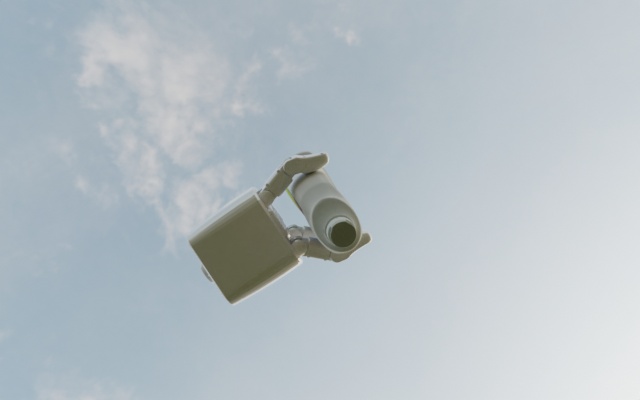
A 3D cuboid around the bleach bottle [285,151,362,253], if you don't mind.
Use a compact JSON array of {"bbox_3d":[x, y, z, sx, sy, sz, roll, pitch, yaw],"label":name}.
[{"bbox_3d":[0.000,0.002,0.614,0.068,0.102,0.250,-34,15,-1],"label":"bleach bottle"}]
